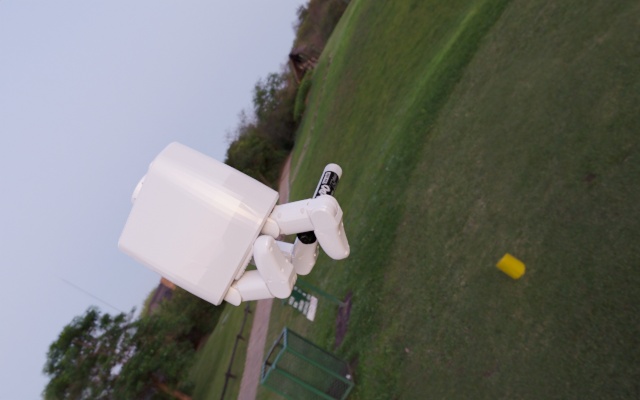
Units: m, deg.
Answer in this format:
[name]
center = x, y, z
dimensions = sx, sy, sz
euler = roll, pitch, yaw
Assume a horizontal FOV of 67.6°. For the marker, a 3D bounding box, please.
[marker]
center = 0.000, 0.002, 0.460
dimensions = 0.020, 0.020, 0.121
euler = 0, 33, 16
